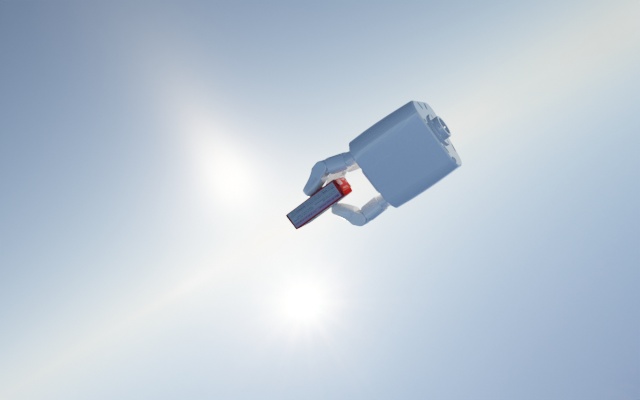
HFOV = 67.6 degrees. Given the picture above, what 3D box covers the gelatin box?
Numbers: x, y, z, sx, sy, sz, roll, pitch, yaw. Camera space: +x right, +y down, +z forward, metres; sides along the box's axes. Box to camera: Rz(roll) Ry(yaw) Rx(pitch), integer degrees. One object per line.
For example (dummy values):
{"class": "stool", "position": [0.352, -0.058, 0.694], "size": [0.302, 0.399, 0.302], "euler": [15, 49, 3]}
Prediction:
{"class": "gelatin box", "position": [0.000, 0.003, 0.694], "size": [0.089, 0.030, 0.073], "euler": [-37, -3, 14]}
